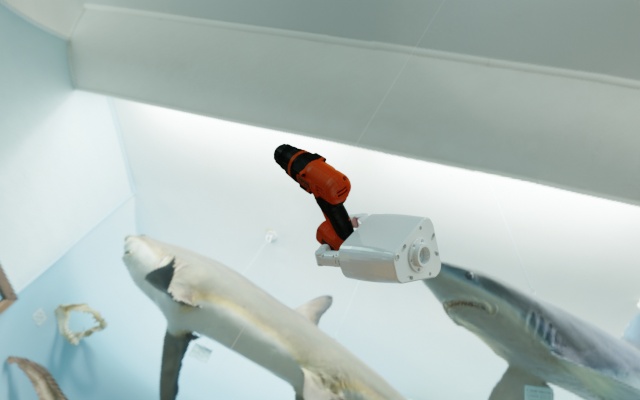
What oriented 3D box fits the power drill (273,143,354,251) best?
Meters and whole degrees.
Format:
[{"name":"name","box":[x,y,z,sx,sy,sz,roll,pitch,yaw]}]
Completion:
[{"name":"power drill","box":[0.000,0.003,0.782,0.057,0.188,0.184,-36,39,-14]}]
